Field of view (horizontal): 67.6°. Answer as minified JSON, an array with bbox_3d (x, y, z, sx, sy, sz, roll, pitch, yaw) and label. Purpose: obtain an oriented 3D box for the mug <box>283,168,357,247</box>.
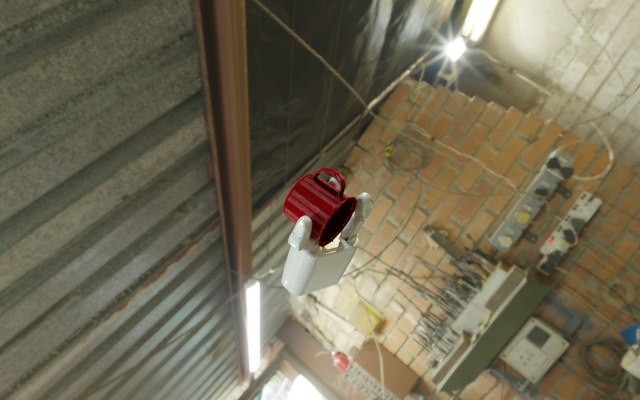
[{"bbox_3d":[0.000,0.001,0.735,0.081,0.117,0.093,36,37,20],"label":"mug"}]
